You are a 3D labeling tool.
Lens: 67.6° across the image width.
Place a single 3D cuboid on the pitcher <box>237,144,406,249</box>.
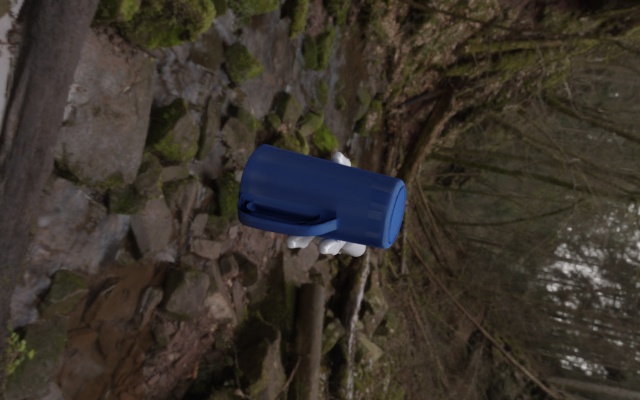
[{"bbox_3d":[0.000,0.002,0.743,0.243,0.149,0.145,13,-14,19],"label":"pitcher"}]
